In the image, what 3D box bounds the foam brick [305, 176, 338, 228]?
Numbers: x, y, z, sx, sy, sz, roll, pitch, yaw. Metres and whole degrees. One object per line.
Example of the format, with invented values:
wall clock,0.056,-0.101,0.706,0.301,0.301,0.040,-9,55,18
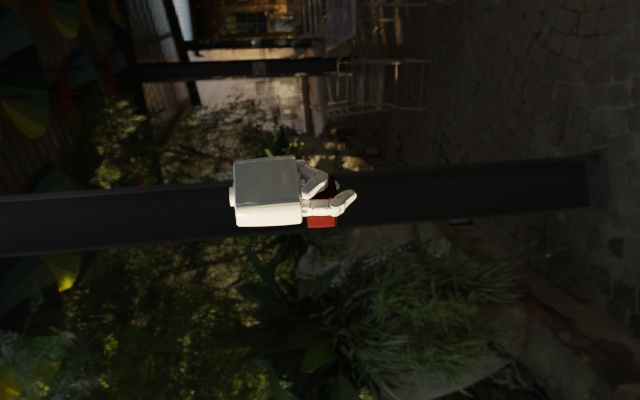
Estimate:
foam brick,0.000,0.003,0.836,0.051,0.078,0.053,-5,44,-7
